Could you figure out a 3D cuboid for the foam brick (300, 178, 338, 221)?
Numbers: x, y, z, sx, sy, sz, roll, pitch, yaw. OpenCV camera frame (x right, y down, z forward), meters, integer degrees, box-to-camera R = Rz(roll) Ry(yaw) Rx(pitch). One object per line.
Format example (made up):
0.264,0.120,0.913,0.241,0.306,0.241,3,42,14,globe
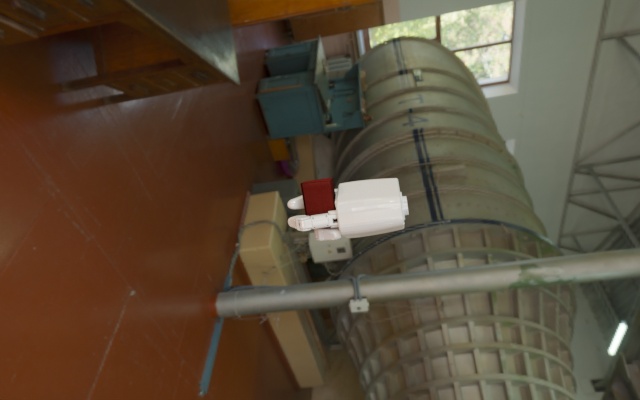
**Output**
0.000,0.002,0.819,0.051,0.078,0.053,-8,8,9,foam brick
